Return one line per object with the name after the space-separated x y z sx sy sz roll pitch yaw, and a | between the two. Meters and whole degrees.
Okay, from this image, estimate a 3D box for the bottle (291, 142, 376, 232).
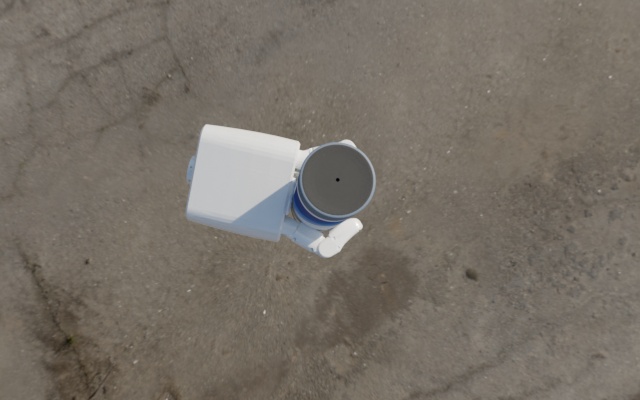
0.000 0.002 0.553 0.069 0.069 0.296 0 -8 -6 | bottle
